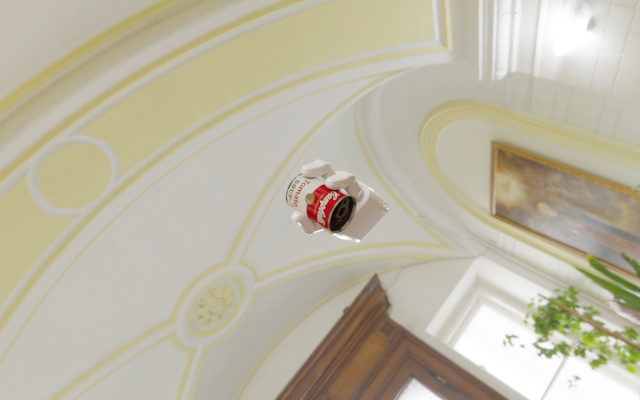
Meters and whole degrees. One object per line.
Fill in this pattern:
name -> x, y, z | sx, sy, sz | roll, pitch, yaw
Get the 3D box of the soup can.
soup can -> 0.000, 0.002, 0.799 | 0.102, 0.068, 0.068 | 29, 17, 34
